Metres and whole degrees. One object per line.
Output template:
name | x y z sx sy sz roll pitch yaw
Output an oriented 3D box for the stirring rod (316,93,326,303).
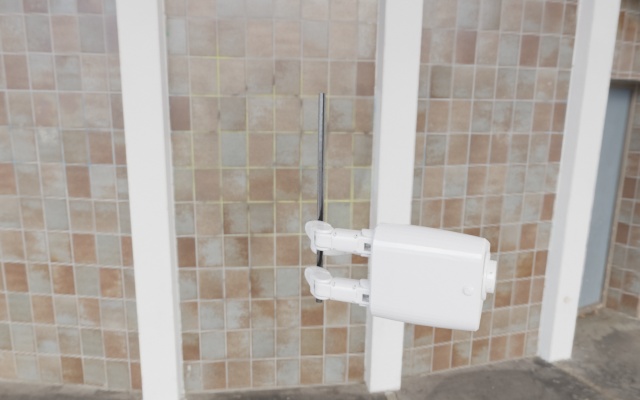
stirring rod | 0.000 0.002 0.540 0.011 0.239 0.011 1 12 0
